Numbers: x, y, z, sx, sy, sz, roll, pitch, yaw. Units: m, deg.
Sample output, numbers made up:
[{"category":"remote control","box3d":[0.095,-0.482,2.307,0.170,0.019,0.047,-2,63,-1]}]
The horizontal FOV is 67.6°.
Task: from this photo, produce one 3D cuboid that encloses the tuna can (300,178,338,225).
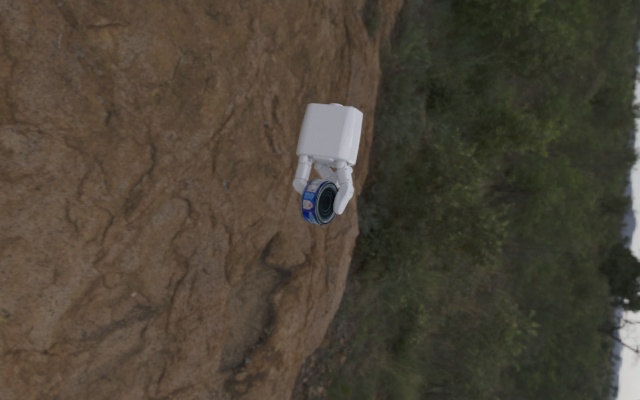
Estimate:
[{"category":"tuna can","box3d":[0.001,0.003,0.899,0.034,0.086,0.086,11,6,32]}]
